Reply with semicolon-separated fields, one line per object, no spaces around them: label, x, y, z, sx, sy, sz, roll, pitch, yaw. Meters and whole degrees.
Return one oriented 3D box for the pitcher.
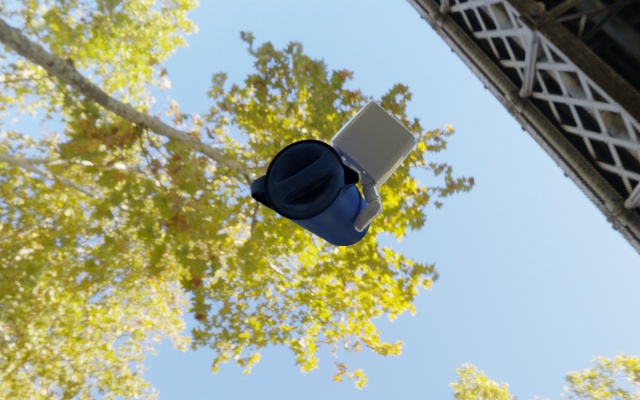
pitcher;0.000;0.003;0.836;0.149;0.145;0.243;42;-2;27
